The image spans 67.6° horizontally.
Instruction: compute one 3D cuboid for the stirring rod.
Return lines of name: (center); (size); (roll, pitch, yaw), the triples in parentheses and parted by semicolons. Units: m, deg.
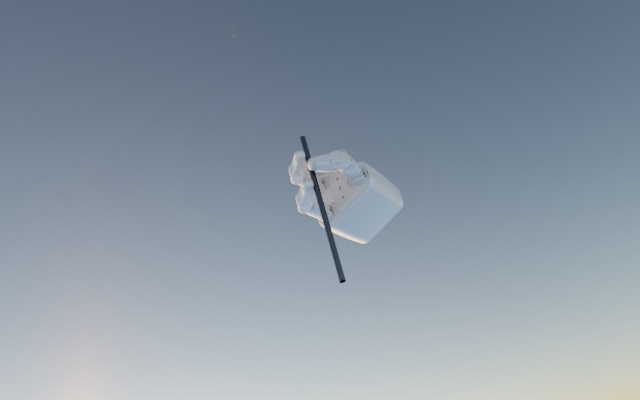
stirring rod: (0.000, 0.002, 0.644); (0.011, 0.239, 0.011); (-11, -34, -7)
